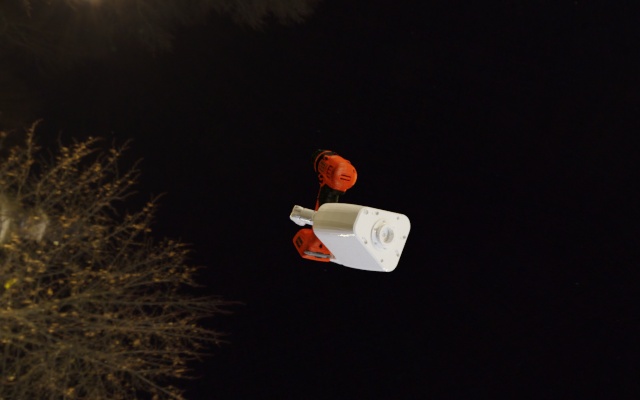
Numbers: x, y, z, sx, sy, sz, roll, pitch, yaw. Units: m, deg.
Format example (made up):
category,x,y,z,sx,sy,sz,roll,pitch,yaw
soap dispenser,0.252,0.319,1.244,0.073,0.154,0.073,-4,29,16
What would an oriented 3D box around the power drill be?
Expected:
category,x,y,z,sx,sy,sz,roll,pitch,yaw
power drill,0.000,0.003,0.873,0.057,0.188,0.184,11,12,-15
